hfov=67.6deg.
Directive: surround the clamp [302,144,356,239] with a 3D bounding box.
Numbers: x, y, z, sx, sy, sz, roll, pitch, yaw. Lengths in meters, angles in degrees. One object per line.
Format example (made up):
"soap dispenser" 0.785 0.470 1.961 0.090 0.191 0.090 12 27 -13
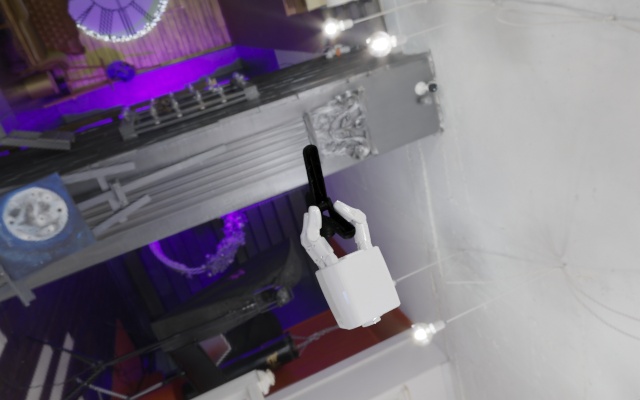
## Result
"clamp" 0.001 0.003 0.827 0.036 0.164 0.210 -20 -9 -13
